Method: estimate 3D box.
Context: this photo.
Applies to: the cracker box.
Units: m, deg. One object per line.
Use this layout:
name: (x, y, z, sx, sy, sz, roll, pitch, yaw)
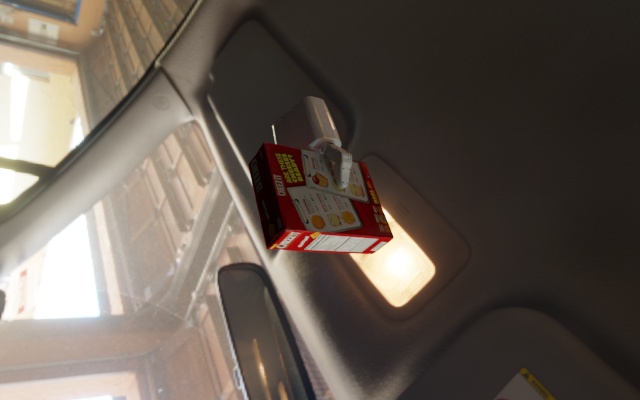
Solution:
cracker box: (0.000, 0.002, 0.790, 0.214, 0.164, 0.072, 7, -38, -35)
